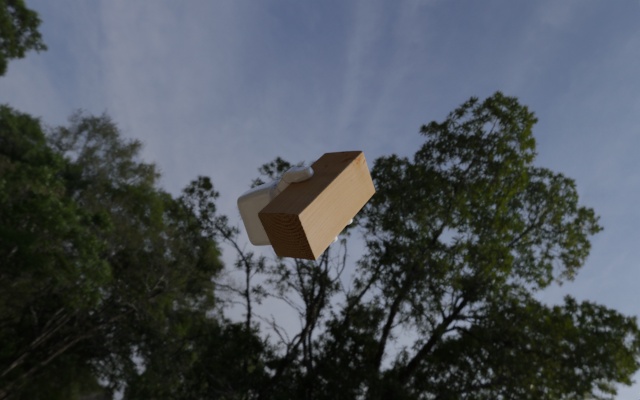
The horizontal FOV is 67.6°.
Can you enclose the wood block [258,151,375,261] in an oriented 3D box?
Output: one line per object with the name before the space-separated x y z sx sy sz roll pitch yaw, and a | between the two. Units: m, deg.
wood block | 0.000 0.002 0.826 0.090 0.091 0.206 1 34 38
